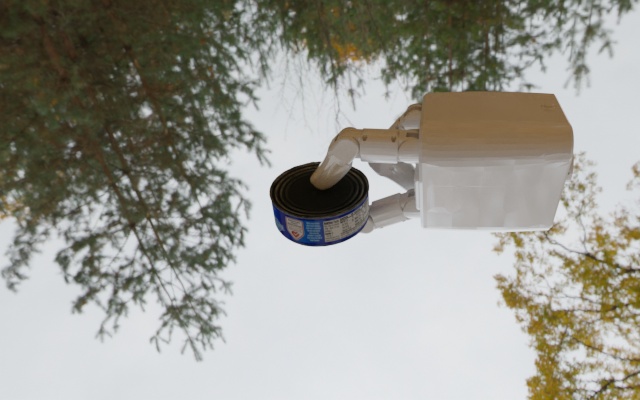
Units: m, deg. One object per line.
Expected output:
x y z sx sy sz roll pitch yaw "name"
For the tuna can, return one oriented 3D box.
0.000 0.002 0.417 0.086 0.034 0.086 -4 35 3 "tuna can"
